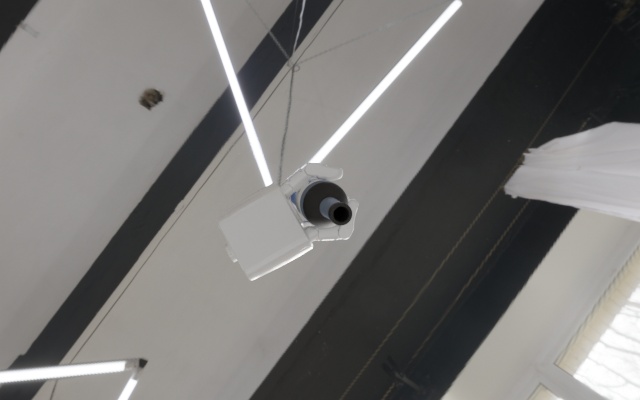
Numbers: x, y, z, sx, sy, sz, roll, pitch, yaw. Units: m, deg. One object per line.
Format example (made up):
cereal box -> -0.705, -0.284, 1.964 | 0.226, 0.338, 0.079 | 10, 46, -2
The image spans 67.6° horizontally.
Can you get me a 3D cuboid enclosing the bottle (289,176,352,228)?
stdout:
bottle -> 0.000, 0.002, 0.709 | 0.069, 0.069, 0.295 | 0, 6, -10
